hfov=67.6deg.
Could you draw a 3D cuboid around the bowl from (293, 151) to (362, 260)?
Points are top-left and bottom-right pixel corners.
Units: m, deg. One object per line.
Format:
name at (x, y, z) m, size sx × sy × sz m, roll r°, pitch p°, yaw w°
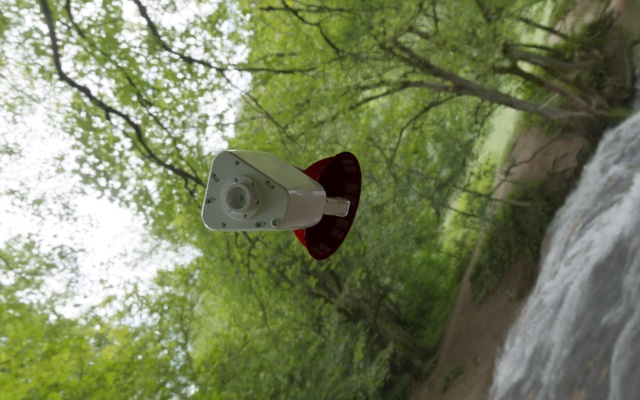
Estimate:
bowl at (0.000, 0.003, 0.698) m, size 0.055 × 0.162 × 0.162 m, roll 17°, pitch 8°, yaw 27°
